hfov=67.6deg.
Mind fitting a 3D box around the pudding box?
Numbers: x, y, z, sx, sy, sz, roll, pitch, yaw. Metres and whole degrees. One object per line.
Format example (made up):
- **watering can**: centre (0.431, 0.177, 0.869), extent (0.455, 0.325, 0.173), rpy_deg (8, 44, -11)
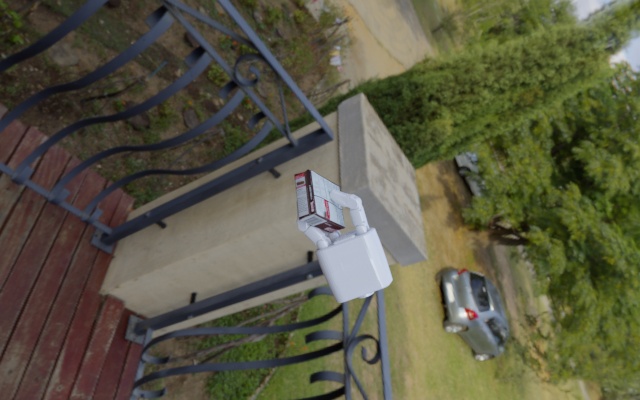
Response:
- **pudding box**: centre (0.000, 0.003, 0.878), extent (0.039, 0.090, 0.113), rpy_deg (-19, -24, 25)
